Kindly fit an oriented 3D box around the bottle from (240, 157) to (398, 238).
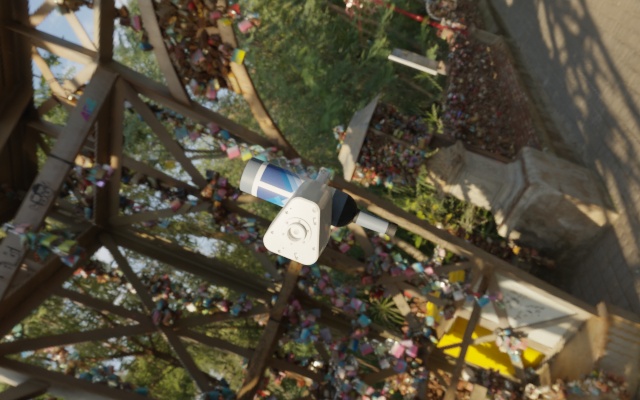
[{"bbox_3d":[0.000,0.003,0.881,0.295,0.069,0.069,21,1,4],"label":"bottle"}]
